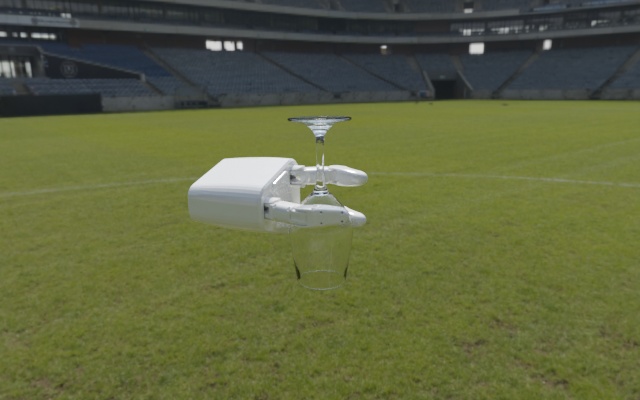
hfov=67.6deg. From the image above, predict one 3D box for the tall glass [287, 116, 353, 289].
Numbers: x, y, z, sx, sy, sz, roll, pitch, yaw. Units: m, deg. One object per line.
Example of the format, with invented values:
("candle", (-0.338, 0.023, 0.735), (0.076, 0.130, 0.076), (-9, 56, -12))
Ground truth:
("tall glass", (0.000, 0.001, 0.573), (0.079, 0.201, 0.079), (-1, 14, 0))
